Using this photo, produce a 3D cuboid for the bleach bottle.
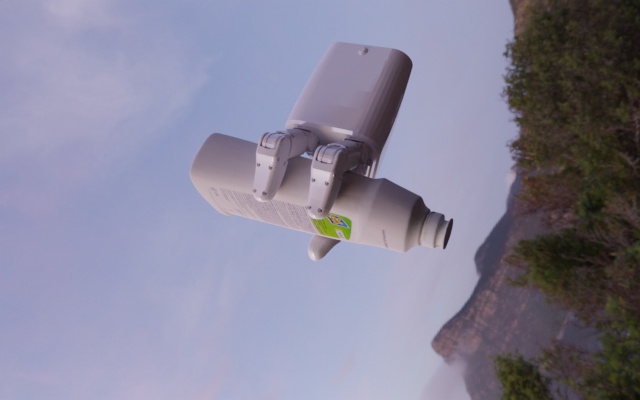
[{"bbox_3d":[0.000,0.001,0.461,0.251,0.068,0.103,16,-21,24],"label":"bleach bottle"}]
